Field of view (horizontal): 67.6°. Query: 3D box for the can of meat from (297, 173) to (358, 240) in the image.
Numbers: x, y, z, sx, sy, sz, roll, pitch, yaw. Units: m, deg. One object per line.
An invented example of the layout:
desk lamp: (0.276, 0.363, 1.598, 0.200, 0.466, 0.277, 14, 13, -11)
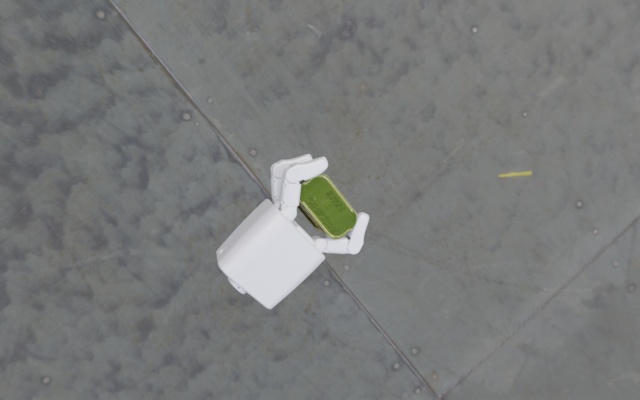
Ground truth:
can of meat: (0.000, 0.002, 0.679, 0.057, 0.102, 0.084, -41, 16, -5)
